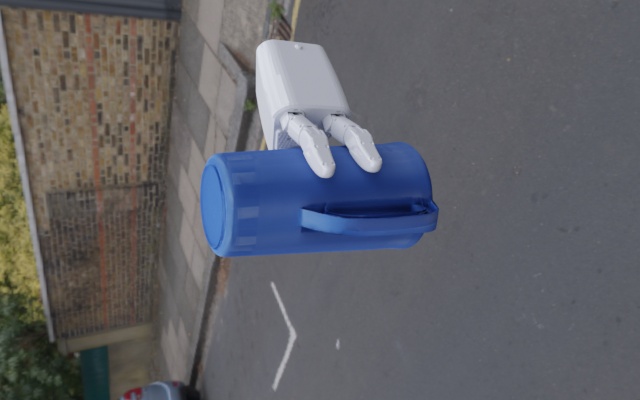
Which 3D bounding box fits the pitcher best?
[{"bbox_3d":[0.000,0.002,0.534,0.243,0.145,0.149,-4,-26,-27],"label":"pitcher"}]
